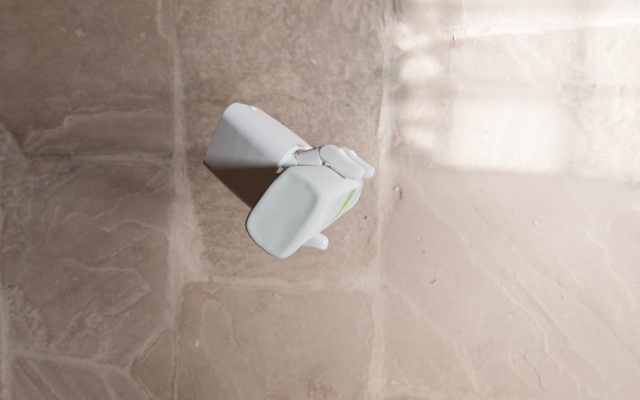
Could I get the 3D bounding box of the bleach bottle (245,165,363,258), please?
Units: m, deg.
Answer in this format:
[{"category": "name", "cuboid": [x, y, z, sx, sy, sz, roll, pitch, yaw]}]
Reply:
[{"category": "bleach bottle", "cuboid": [0.000, 0.002, 0.626, 0.068, 0.102, 0.251, 40, 15, 11]}]
